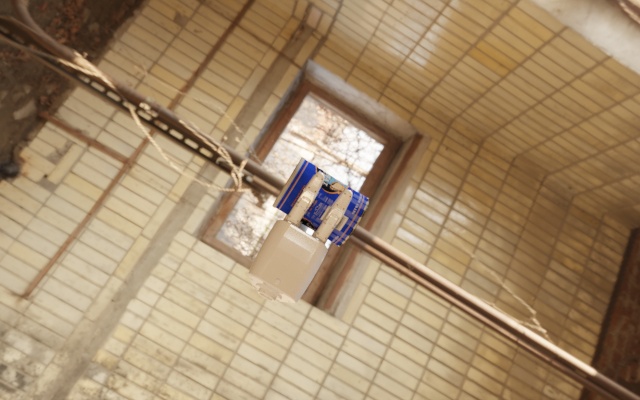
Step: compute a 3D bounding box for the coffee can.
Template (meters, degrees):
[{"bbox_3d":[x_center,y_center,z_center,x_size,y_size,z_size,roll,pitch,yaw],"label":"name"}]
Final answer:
[{"bbox_3d":[0.000,0.003,0.845,0.140,0.103,0.103,32,-3,-5],"label":"coffee can"}]
